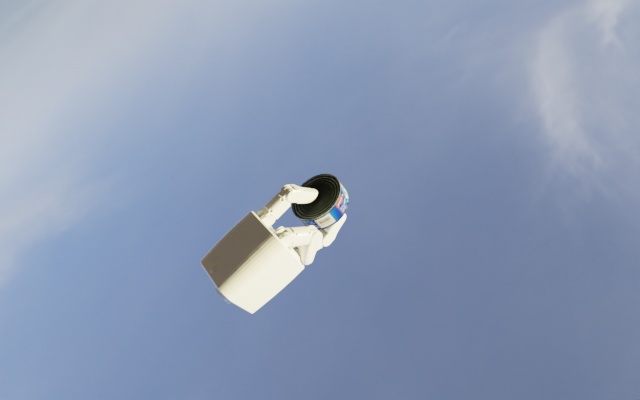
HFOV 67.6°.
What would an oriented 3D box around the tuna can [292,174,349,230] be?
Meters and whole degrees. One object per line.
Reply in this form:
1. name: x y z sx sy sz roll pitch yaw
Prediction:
1. tuna can: 0.000 0.003 0.738 0.086 0.086 0.034 0 -34 35
